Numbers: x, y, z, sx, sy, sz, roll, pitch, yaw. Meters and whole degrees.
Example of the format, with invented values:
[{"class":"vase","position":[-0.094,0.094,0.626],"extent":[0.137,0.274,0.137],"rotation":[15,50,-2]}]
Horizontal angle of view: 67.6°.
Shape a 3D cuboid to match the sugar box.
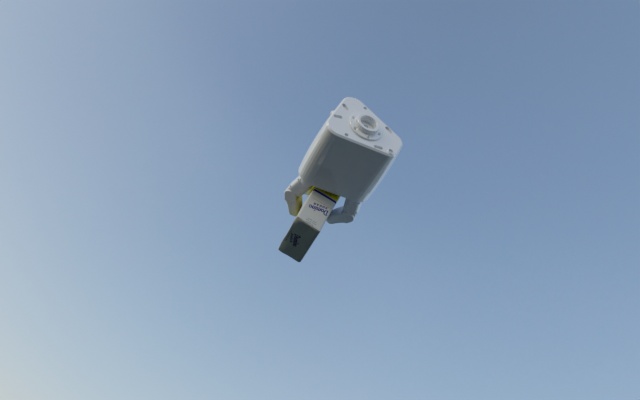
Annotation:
[{"class":"sugar box","position":[0.000,0.002,0.740],"extent":[0.048,0.176,0.093],"rotation":[32,-42,1]}]
